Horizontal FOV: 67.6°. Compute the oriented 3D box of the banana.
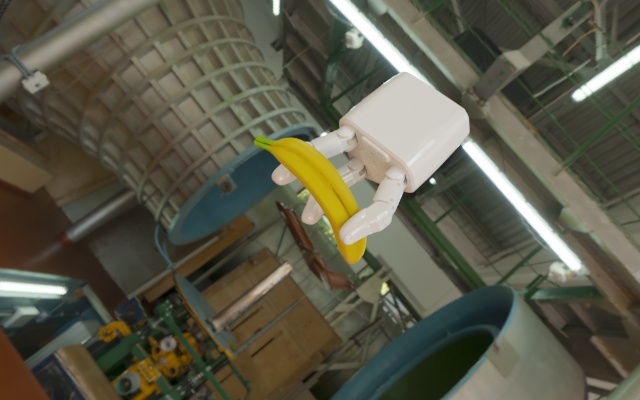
[{"bbox_3d":[0.009,0.001,0.522,0.037,0.198,0.069,-46,27,-22],"label":"banana"}]
